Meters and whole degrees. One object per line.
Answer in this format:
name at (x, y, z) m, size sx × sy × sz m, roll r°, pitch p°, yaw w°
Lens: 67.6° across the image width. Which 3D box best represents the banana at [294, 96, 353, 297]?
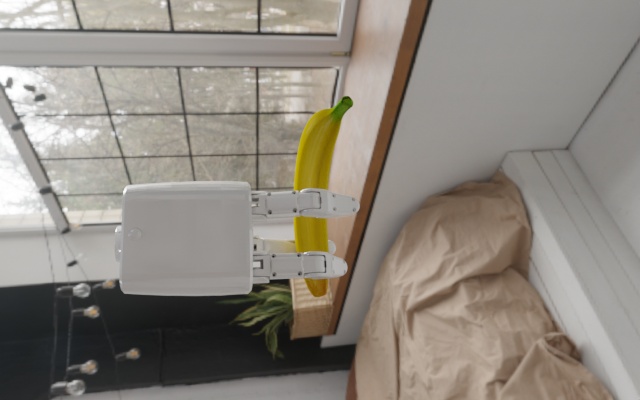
banana at (-0.005, -0.005, 0.482) m, size 0.037 × 0.198 × 0.069 m, roll 3°, pitch 10°, yaw -18°
